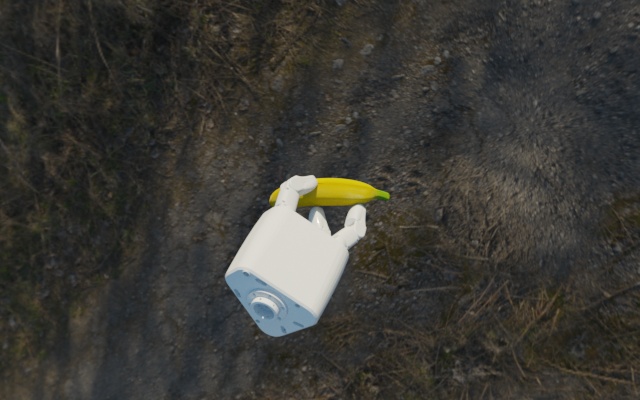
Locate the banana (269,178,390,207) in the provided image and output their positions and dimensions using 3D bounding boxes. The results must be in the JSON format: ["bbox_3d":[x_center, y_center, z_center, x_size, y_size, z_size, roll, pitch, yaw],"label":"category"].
[{"bbox_3d":[-0.005,-0.006,0.690,0.198,0.037,0.070,-1,-25,29],"label":"banana"}]
